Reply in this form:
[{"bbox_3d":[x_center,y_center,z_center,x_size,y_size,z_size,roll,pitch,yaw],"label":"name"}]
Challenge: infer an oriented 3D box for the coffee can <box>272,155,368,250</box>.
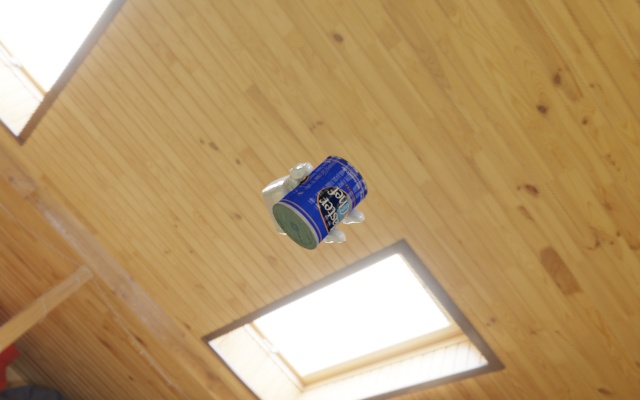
[{"bbox_3d":[0.000,0.003,0.840,0.140,0.103,0.103,-43,22,-25],"label":"coffee can"}]
